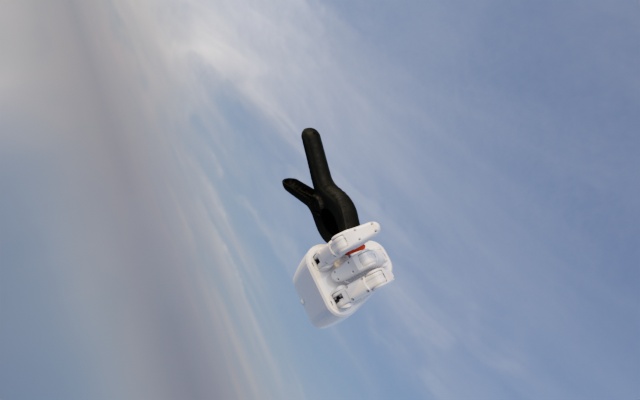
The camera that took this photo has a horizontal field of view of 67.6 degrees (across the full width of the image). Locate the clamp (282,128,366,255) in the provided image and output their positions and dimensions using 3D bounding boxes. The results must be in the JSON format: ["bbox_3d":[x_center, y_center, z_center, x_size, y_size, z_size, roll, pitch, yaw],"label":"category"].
[{"bbox_3d":[0.001,0.002,0.639,0.039,0.171,0.120,-16,-20,-25],"label":"clamp"}]
